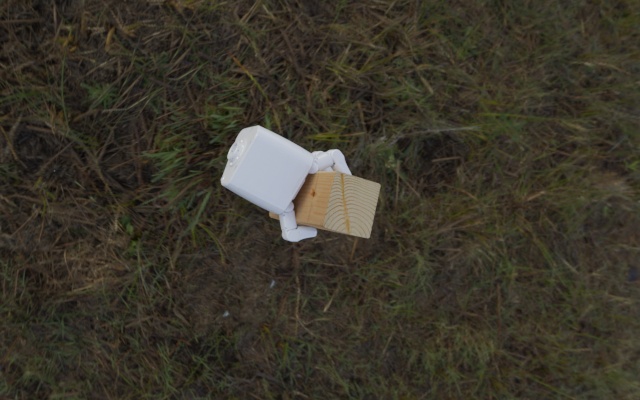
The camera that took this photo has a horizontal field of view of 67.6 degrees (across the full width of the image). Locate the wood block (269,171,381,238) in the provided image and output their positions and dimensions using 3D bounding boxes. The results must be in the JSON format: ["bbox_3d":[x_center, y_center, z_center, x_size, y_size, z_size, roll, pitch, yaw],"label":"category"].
[{"bbox_3d":[0.000,0.003,0.824,0.090,0.091,0.206,15,-4,-29],"label":"wood block"}]
